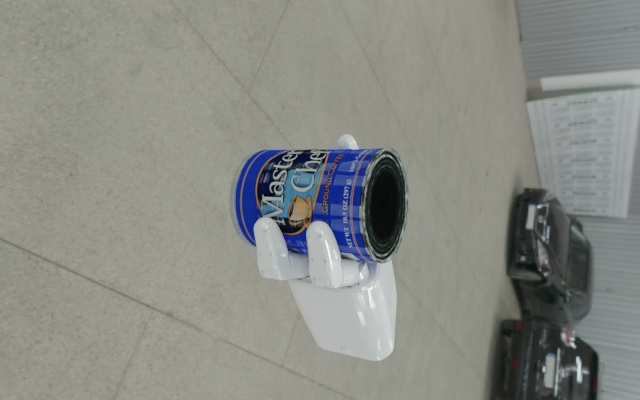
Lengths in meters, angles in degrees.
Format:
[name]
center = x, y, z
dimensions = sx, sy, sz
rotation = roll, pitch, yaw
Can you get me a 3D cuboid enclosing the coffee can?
[coffee can]
center = 0.000, 0.001, 0.457
dimensions = 0.140, 0.103, 0.103
rotation = 3, 2, 31
